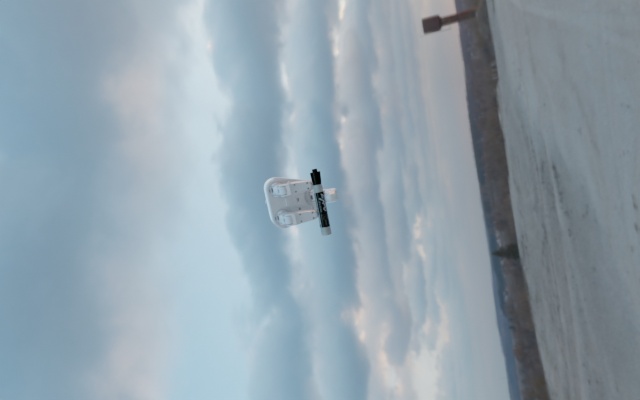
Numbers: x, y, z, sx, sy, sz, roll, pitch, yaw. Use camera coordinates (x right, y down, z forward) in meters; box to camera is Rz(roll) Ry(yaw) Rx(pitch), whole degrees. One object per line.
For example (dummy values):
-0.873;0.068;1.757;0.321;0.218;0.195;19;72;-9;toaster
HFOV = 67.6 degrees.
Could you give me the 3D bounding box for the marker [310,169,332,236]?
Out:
0.000;0.003;0.859;0.020;0.121;0.020;-11;6;1;marker
